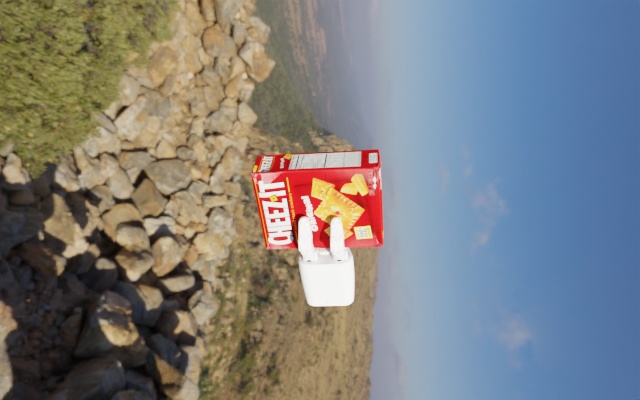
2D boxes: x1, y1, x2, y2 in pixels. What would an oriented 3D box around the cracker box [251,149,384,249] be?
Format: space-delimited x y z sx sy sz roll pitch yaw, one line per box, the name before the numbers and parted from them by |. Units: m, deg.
cracker box | 0.000 0.003 0.831 0.214 0.164 0.072 -2 33 7
